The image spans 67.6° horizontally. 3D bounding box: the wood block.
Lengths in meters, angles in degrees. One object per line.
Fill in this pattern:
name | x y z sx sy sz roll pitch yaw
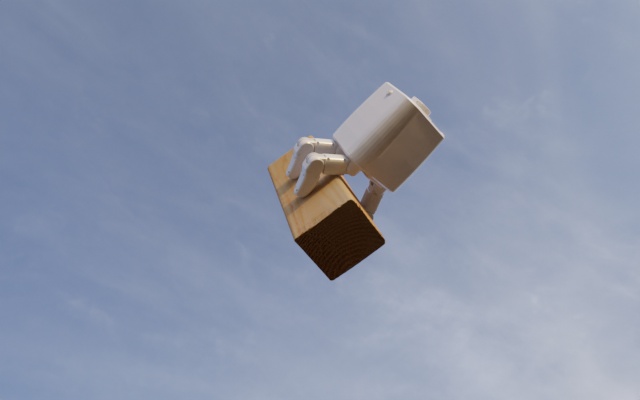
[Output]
wood block | 0.001 0.002 0.674 0.090 0.091 0.206 -36 32 6
